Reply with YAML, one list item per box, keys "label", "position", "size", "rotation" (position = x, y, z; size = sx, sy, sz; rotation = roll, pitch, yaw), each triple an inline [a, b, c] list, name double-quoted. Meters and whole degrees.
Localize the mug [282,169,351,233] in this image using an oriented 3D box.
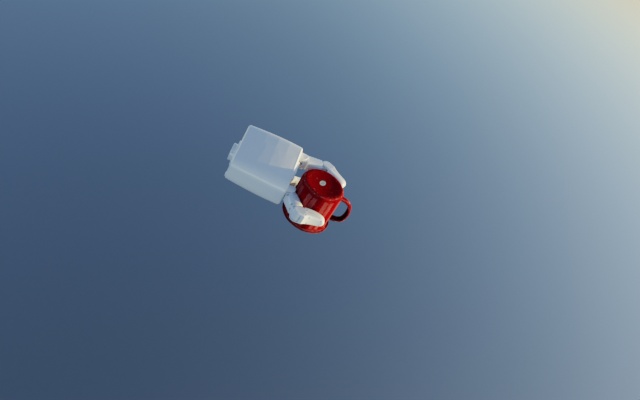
- label: "mug"
  position: [0.002, 0.003, 0.858]
  size: [0.117, 0.081, 0.093]
  rotation: [24, 38, -11]
